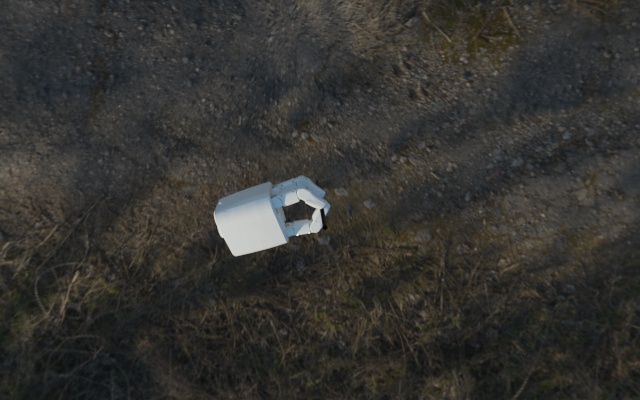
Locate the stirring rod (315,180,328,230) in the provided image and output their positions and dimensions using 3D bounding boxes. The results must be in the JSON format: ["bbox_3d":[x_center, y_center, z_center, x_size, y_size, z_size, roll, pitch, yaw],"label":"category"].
[{"bbox_3d":[0.000,0.003,0.887,0.011,0.011,0.239,0,20,-4],"label":"stirring rod"}]
